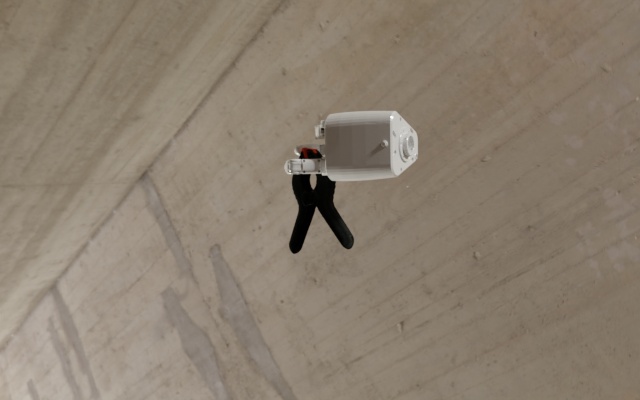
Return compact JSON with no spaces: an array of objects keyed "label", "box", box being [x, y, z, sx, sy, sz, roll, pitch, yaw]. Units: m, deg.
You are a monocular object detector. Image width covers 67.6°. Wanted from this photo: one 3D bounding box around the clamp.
[{"label":"clamp","box":[0.000,0.002,0.747,0.120,0.171,0.039,1,4,31]}]
